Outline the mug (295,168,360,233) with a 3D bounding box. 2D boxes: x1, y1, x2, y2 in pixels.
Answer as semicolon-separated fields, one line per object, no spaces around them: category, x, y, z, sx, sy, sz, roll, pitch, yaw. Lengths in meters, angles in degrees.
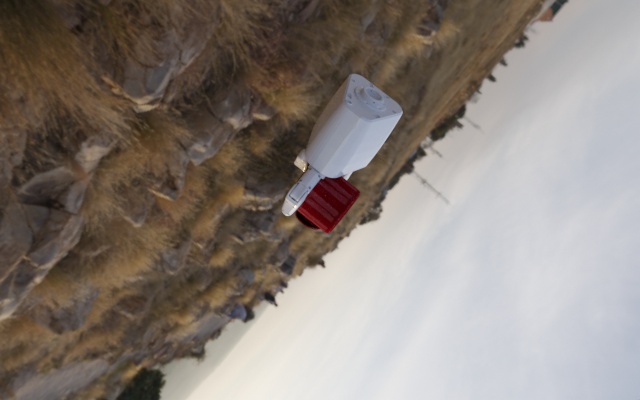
mug;0.000;0.003;0.727;0.081;0.117;0.093;39;40;5
